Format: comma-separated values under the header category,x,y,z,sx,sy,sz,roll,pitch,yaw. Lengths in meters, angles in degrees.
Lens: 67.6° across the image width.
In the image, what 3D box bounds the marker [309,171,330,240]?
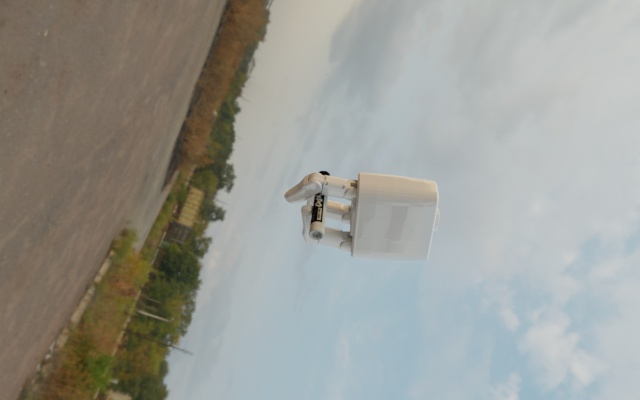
category,x,y,z,sx,sy,sz,roll,pitch,yaw
marker,0.000,0.002,0.630,0.020,0.020,0.121,0,42,7
